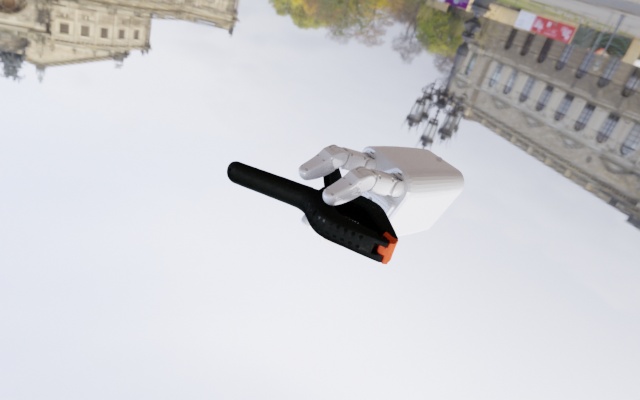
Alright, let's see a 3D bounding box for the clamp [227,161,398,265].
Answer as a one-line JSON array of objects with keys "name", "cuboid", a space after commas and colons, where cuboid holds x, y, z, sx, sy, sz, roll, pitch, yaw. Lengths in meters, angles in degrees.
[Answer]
[{"name": "clamp", "cuboid": [0.000, 0.003, 0.544, 0.164, 0.036, 0.210, -6, 34, -35]}]
